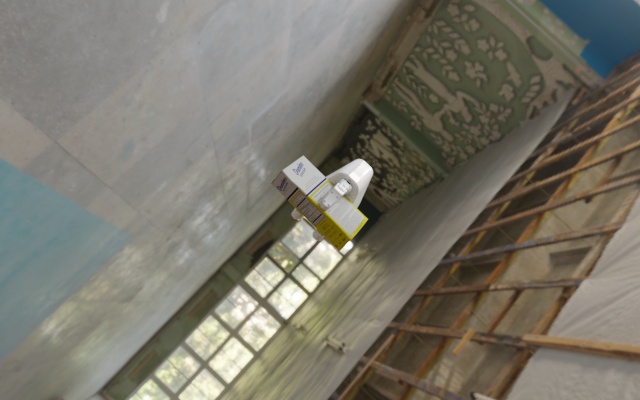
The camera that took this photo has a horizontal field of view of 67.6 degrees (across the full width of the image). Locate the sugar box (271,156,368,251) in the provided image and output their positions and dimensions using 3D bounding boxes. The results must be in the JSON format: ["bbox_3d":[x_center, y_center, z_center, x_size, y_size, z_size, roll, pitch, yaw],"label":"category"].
[{"bbox_3d":[0.000,0.003,0.888,0.048,0.176,0.093,-49,-3,33],"label":"sugar box"}]
